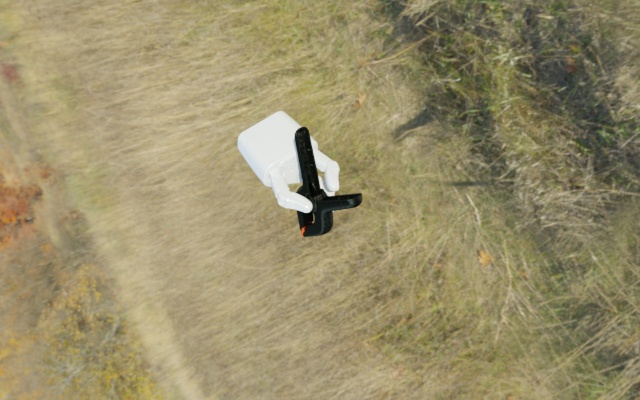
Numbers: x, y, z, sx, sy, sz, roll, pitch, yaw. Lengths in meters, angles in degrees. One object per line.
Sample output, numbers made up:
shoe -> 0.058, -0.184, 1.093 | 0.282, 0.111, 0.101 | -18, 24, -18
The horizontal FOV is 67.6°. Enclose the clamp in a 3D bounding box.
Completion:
clamp -> -0.001, 0.003, 0.797 | 0.036, 0.210, 0.164 | -23, 55, -27
